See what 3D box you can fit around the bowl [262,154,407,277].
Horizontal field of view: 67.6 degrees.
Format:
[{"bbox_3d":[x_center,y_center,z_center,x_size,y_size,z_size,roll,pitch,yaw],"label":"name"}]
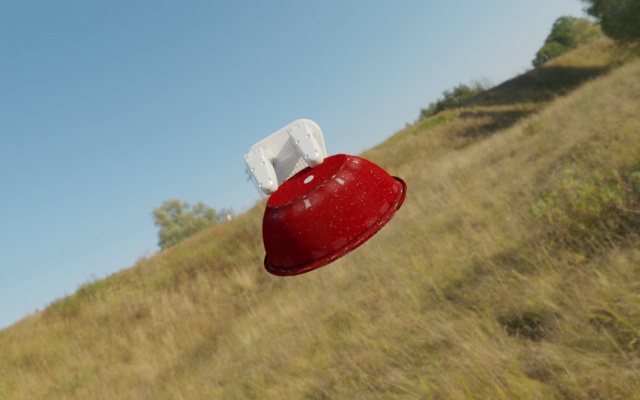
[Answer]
[{"bbox_3d":[0.000,0.001,0.465,0.162,0.055,0.162,-28,18,10],"label":"bowl"}]
